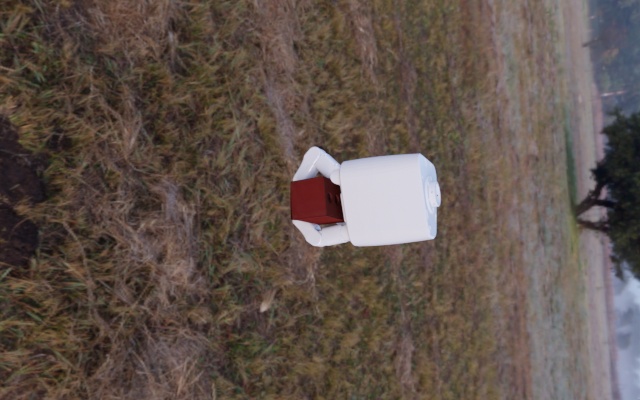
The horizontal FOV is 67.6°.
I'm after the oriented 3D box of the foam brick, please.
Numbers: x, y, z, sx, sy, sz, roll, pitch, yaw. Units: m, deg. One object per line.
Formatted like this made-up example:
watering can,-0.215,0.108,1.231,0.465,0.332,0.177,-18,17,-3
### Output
foam brick,0.000,0.002,0.643,0.051,0.053,0.078,-7,-11,26
